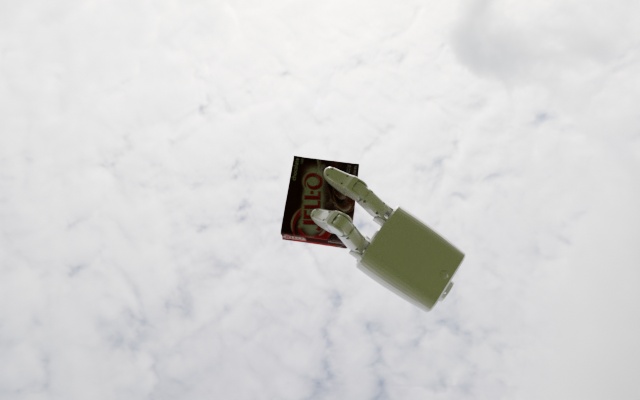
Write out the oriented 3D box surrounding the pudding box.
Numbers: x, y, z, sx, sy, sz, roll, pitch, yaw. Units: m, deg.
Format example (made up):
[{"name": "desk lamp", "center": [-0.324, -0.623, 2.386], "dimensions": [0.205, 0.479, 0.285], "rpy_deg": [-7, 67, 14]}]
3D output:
[{"name": "pudding box", "center": [0.000, 0.002, 0.631], "dimensions": [0.090, 0.113, 0.039], "rpy_deg": [8, -22, 1]}]
